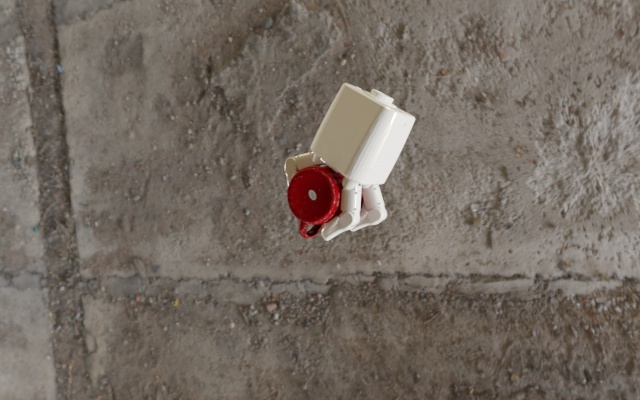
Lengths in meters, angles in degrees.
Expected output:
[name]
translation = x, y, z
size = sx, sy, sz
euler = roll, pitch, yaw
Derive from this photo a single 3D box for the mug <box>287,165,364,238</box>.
[mug]
translation = -0.001, 0.003, 0.694
size = 0.093, 0.117, 0.081
euler = 33, 17, 24
